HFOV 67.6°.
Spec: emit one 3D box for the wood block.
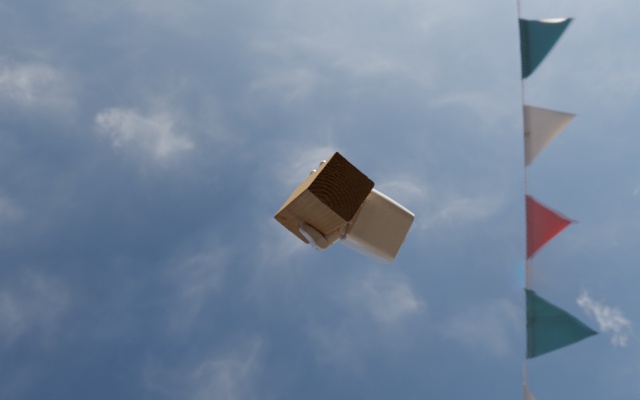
[{"bbox_3d":[0.000,0.003,0.870,0.090,0.090,0.206,39,-25,-7],"label":"wood block"}]
